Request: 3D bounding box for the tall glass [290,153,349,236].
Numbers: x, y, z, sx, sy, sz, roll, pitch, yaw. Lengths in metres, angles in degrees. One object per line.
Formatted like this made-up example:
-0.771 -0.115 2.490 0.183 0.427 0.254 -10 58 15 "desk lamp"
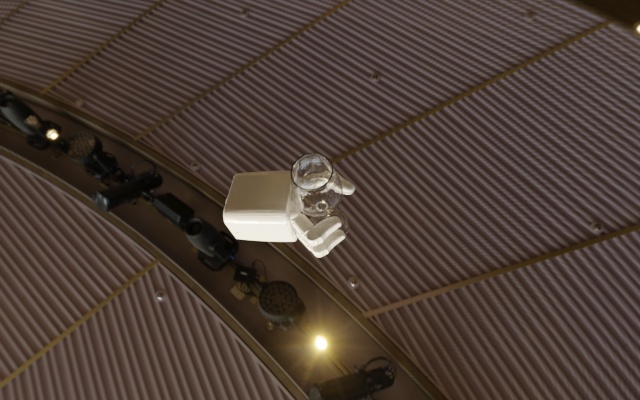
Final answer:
0.000 0.003 0.766 0.079 0.079 0.201 0 -26 8 "tall glass"
